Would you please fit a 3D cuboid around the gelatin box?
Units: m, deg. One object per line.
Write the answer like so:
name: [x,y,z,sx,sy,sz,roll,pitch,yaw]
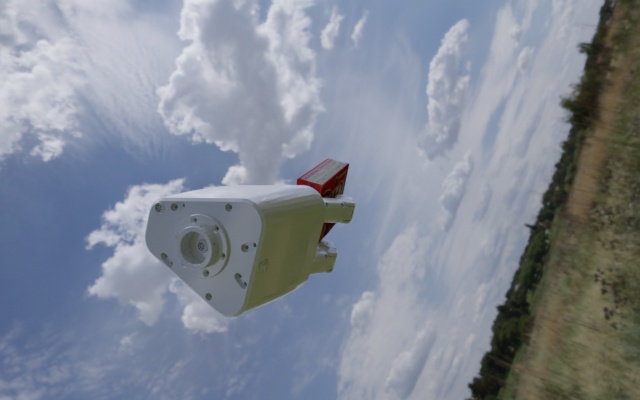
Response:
gelatin box: [0.000,0.001,0.515,0.030,0.073,0.089,16,24,16]
